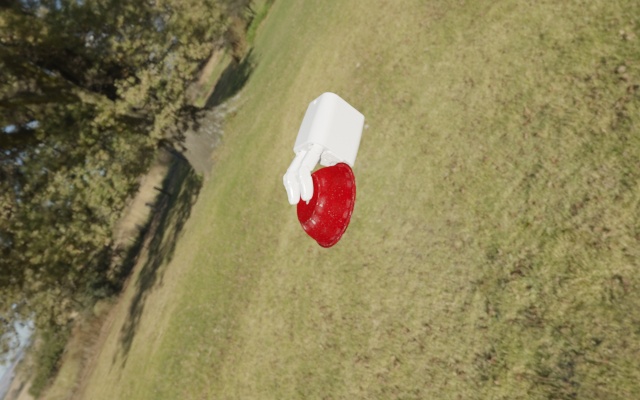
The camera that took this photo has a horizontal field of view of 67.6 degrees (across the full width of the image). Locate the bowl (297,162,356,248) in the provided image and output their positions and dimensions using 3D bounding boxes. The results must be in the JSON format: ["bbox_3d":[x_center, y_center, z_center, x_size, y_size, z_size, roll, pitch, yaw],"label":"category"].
[{"bbox_3d":[0.000,0.004,0.864,0.055,0.162,0.162,13,-6,-25],"label":"bowl"}]
